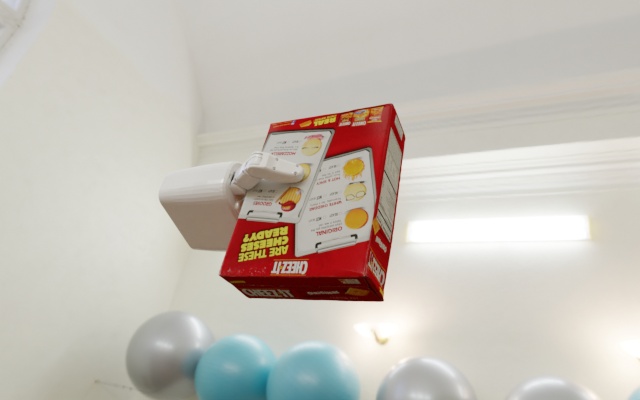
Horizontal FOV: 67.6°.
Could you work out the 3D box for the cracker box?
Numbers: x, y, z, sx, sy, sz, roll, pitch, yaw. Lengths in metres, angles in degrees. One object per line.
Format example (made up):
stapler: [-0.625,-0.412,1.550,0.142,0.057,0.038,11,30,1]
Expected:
cracker box: [0.000,0.001,0.533,0.164,0.213,0.072,-4,-35,26]
